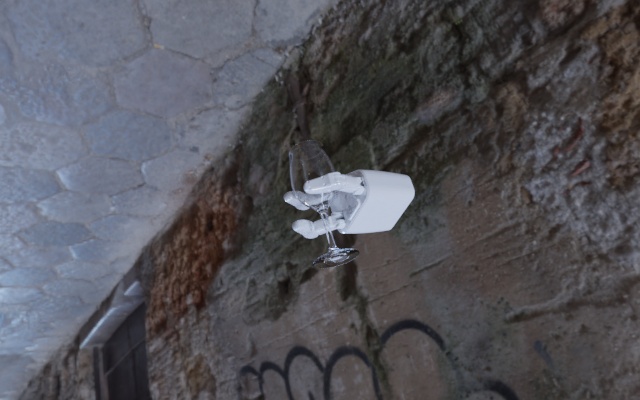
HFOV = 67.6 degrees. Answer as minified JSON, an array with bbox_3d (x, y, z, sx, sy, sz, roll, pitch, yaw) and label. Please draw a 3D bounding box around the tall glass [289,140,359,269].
[{"bbox_3d":[0.000,0.003,0.770,0.079,0.201,0.079,-13,-24,-6],"label":"tall glass"}]
